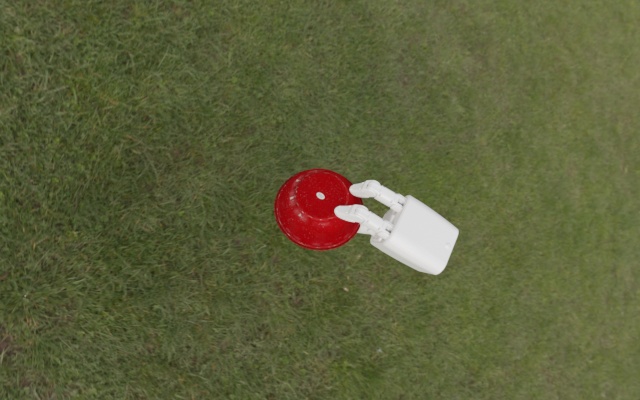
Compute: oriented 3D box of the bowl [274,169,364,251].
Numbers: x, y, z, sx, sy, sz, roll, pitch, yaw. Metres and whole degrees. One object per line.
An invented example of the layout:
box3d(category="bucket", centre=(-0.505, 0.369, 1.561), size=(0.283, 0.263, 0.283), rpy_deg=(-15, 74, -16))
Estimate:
box3d(category="bowl", centre=(-0.001, 0.002, 0.832), size=(0.162, 0.162, 0.055), rpy_deg=(0, -26, -5))
